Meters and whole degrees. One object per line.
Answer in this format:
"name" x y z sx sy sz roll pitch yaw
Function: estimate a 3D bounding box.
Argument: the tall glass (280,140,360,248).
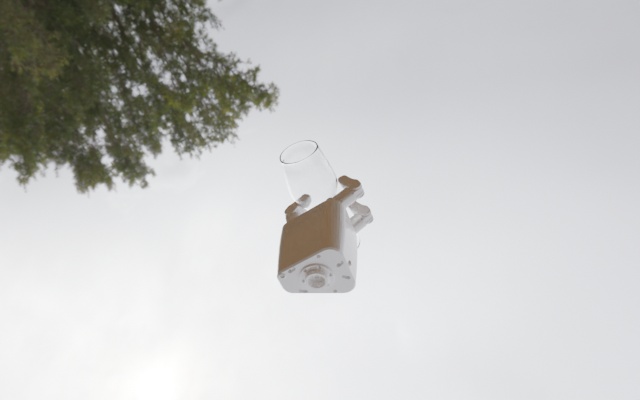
"tall glass" 0.000 0.003 0.771 0.079 0.201 0.079 -16 34 11
